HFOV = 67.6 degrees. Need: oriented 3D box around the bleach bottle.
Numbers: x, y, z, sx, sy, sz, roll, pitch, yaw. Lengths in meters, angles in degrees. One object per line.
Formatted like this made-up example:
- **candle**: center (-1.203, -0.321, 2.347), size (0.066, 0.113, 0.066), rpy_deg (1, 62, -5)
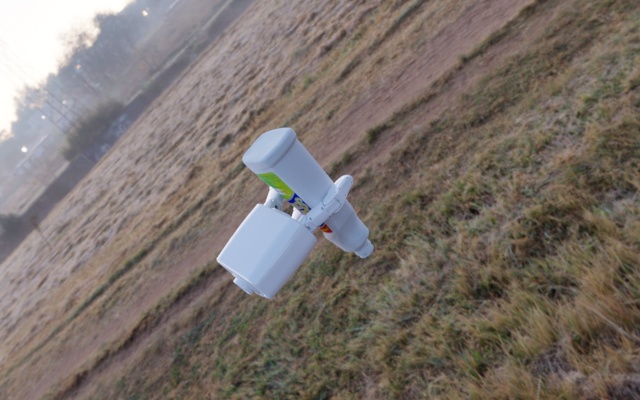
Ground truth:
- **bleach bottle**: center (0.000, 0.002, 0.719), size (0.251, 0.068, 0.102), rpy_deg (45, -19, -25)
